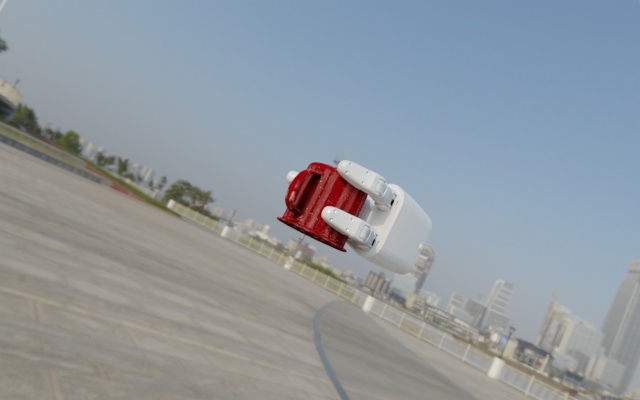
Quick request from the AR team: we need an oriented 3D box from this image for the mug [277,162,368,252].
[{"bbox_3d":[-0.001,0.001,0.566,0.093,0.081,0.117,20,-9,40],"label":"mug"}]
